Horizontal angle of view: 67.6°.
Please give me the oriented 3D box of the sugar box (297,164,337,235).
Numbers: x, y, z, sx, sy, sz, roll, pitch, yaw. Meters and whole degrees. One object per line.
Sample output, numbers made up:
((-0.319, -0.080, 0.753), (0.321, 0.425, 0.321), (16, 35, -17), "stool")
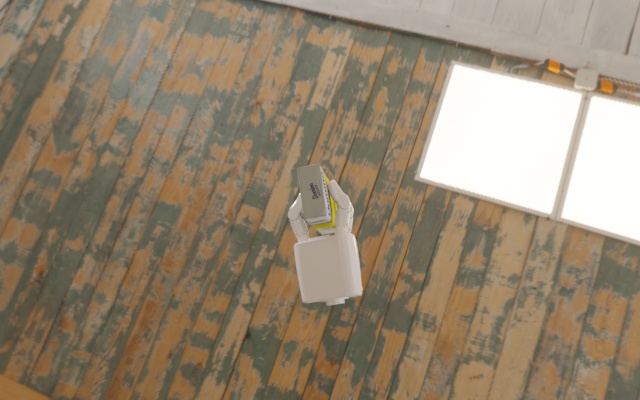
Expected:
((0.001, 0.003, 0.876), (0.048, 0.093, 0.176), (-10, -13, 5), "sugar box")
